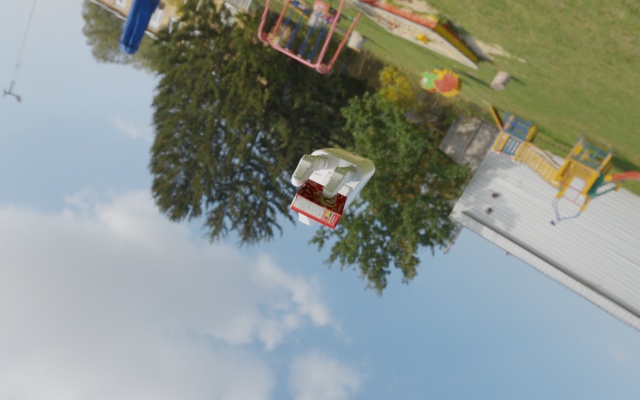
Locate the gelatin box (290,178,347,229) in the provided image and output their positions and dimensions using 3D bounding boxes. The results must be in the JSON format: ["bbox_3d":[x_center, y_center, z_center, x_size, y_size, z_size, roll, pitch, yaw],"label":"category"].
[{"bbox_3d":[0.000,0.003,0.731,0.073,0.030,0.089,26,21,1],"label":"gelatin box"}]
